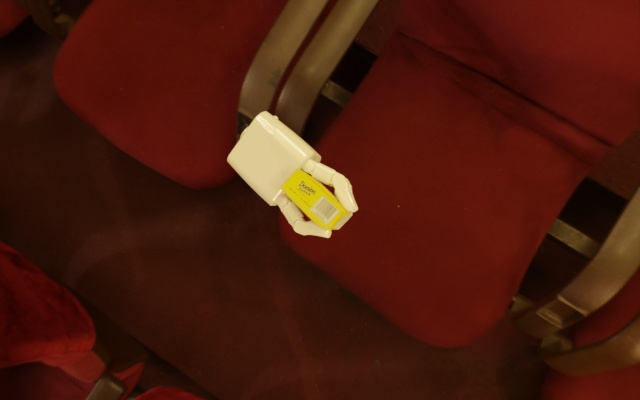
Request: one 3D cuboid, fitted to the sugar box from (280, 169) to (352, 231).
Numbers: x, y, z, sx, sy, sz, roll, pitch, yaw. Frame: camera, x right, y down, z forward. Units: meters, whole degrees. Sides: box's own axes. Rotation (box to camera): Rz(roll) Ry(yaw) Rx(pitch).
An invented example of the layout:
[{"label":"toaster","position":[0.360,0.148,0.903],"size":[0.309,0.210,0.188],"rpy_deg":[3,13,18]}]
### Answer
[{"label":"sugar box","position":[0.000,0.002,0.759],"size":[0.093,0.048,0.176],"rpy_deg":[44,6,7]}]
